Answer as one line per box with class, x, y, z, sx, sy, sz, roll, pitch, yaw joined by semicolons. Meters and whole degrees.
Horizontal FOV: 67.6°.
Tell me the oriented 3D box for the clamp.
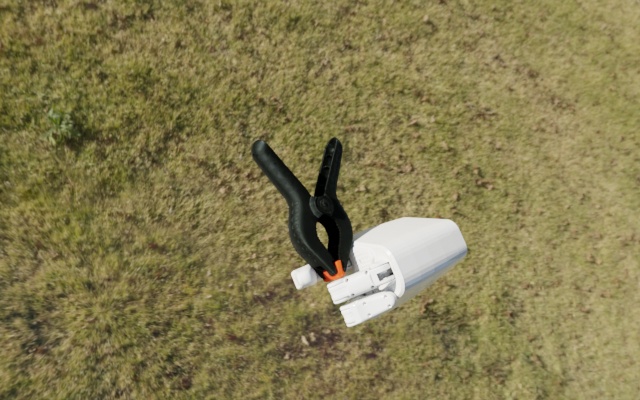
clamp;0.000;0.002;0.540;0.120;0.171;0.039;-19;-3;-33
